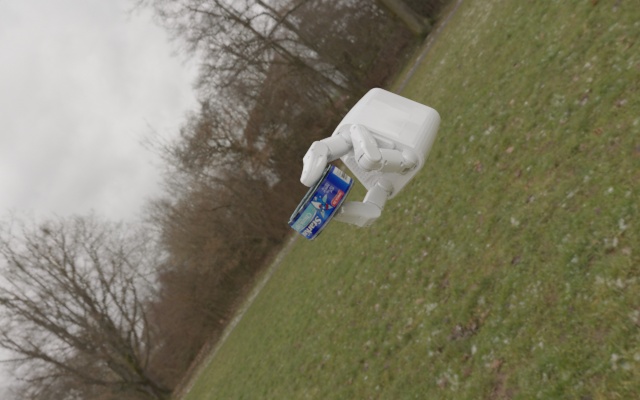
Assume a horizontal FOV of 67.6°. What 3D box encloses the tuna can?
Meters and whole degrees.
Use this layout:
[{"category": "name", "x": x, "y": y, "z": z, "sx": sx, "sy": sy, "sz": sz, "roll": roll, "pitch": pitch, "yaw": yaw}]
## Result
[{"category": "tuna can", "x": 0.000, "y": 0.001, "z": 0.540, "sx": 0.034, "sy": 0.086, "sz": 0.086, "roll": 36, "pitch": -4, "yaw": -5}]
